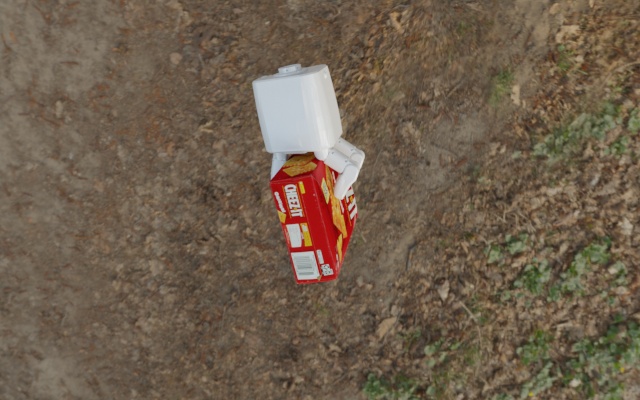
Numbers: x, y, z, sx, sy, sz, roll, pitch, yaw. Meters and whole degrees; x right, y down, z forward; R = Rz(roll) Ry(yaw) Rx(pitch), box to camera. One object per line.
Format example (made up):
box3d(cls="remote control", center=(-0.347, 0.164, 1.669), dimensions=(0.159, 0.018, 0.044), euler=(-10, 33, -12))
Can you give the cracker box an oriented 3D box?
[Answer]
box3d(cls="cracker box", center=(0.000, 0.003, 0.746), dimensions=(0.072, 0.164, 0.213), euler=(-7, 21, 16))
